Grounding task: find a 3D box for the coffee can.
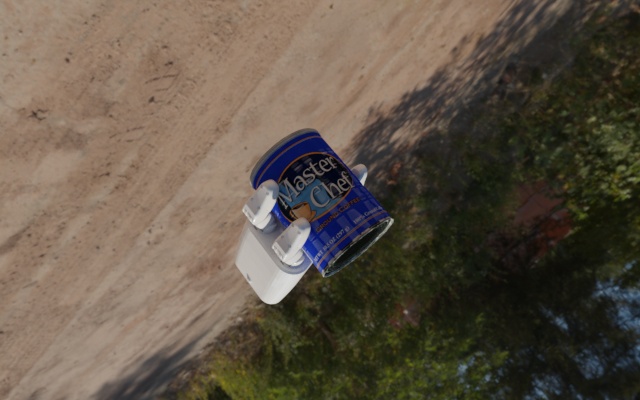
[{"bbox_3d":[0.000,0.002,0.551,0.103,0.140,0.103,-36,-16,-12],"label":"coffee can"}]
